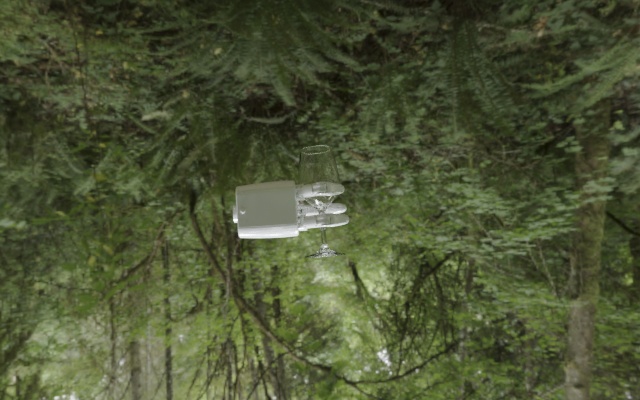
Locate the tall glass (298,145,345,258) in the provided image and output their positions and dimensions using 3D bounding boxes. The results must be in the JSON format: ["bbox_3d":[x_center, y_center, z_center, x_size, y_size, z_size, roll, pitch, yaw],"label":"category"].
[{"bbox_3d":[0.000,0.004,0.882,0.079,0.201,0.079,-4,-6,0],"label":"tall glass"}]
